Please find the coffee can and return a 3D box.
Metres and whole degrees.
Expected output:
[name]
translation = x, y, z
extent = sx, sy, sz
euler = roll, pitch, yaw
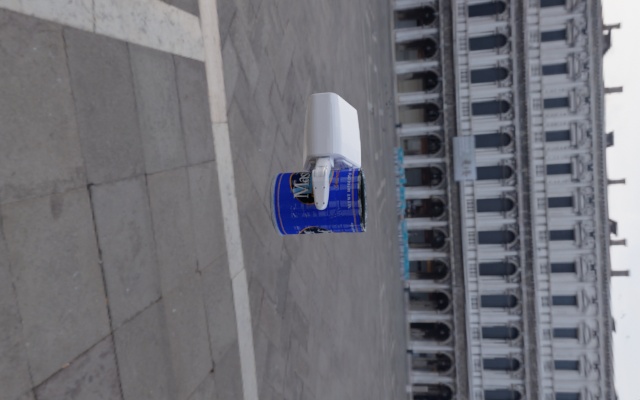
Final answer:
[coffee can]
translation = 0.000, 0.003, 0.768
extent = 0.140, 0.103, 0.103
euler = -3, -1, 11
